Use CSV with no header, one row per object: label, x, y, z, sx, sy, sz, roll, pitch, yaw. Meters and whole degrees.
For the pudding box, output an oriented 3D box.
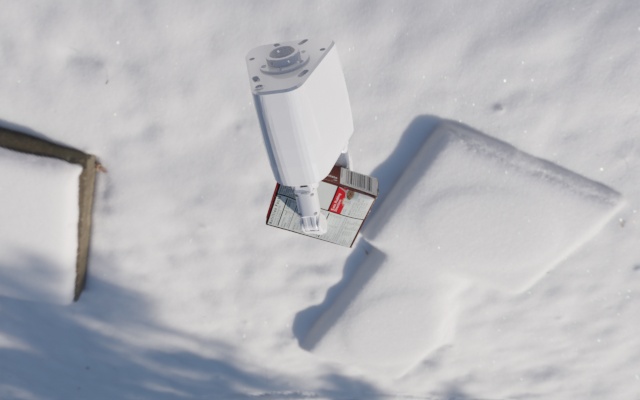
pudding box,0.000,0.002,0.560,0.113,0.090,0.039,18,39,-7
